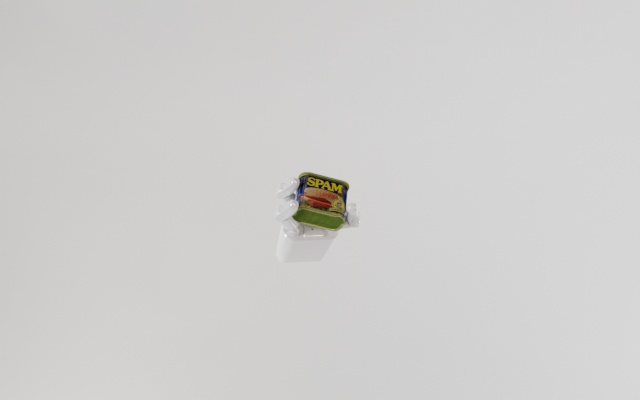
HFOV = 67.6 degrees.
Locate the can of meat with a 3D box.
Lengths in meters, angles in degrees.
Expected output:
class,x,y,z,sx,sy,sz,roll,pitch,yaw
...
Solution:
class,x,y,z,sx,sy,sz,roll,pitch,yaw
can of meat,0.000,0.003,0.900,0.102,0.084,0.057,14,-37,-9
